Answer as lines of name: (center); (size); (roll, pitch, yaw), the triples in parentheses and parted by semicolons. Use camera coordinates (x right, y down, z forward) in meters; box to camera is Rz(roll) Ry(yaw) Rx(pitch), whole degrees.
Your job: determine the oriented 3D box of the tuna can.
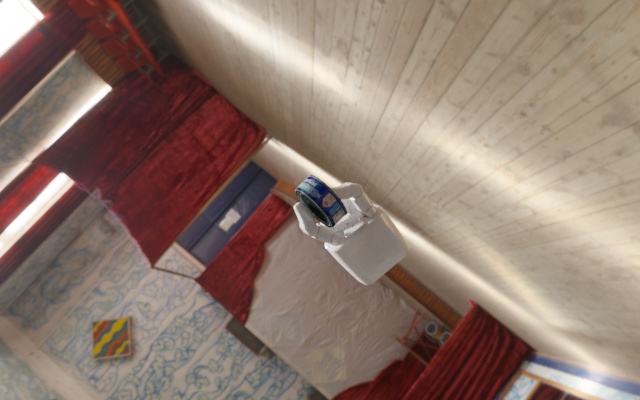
tuna can: (0.000, 0.003, 0.751); (0.033, 0.086, 0.086); (-44, 12, -13)
